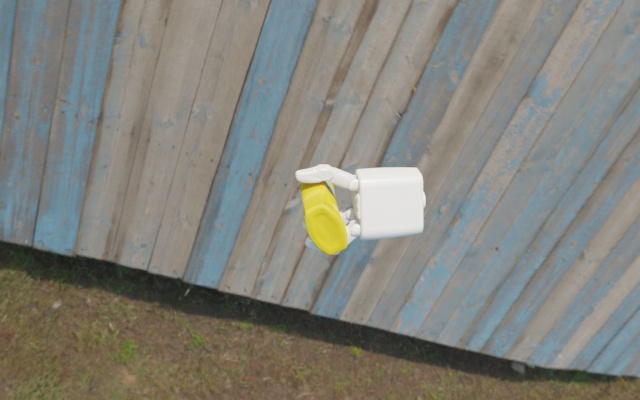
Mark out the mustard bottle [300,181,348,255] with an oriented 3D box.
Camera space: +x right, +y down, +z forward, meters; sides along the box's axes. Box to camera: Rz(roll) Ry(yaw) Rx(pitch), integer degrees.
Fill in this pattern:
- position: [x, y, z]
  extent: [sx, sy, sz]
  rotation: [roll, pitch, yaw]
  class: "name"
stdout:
- position: [0.000, 0.003, 0.810]
  extent: [0.058, 0.096, 0.191]
  rotation: [-26, 28, 8]
  class: "mustard bottle"
